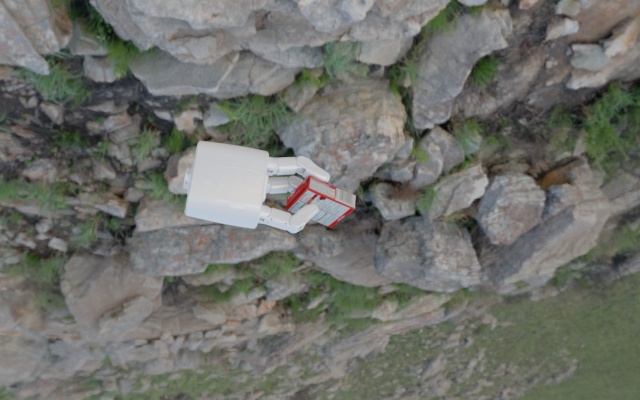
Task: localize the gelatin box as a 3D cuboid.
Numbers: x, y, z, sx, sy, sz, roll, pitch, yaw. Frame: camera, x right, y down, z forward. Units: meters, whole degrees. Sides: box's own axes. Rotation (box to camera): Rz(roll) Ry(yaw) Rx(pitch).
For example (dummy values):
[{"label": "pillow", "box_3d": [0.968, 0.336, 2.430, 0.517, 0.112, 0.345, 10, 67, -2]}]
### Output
[{"label": "gelatin box", "box_3d": [0.000, 0.003, 0.759, 0.089, 0.030, 0.073, 23, -38, -21]}]
